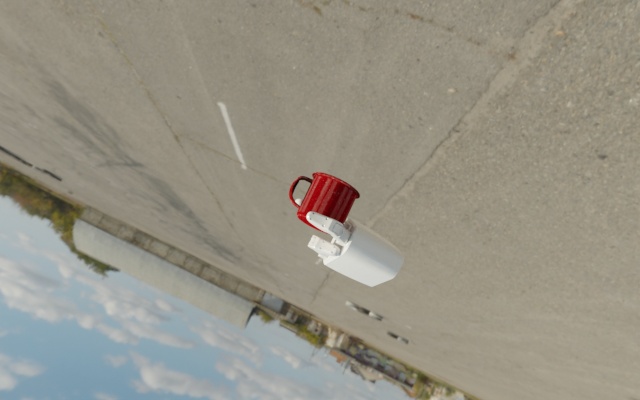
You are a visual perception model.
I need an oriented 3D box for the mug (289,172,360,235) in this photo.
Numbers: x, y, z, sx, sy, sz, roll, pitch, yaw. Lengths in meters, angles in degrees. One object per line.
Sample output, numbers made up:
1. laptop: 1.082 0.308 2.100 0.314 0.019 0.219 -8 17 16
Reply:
1. mug: -0.001 0.002 0.829 0.117 0.081 0.093 29 -13 -11
